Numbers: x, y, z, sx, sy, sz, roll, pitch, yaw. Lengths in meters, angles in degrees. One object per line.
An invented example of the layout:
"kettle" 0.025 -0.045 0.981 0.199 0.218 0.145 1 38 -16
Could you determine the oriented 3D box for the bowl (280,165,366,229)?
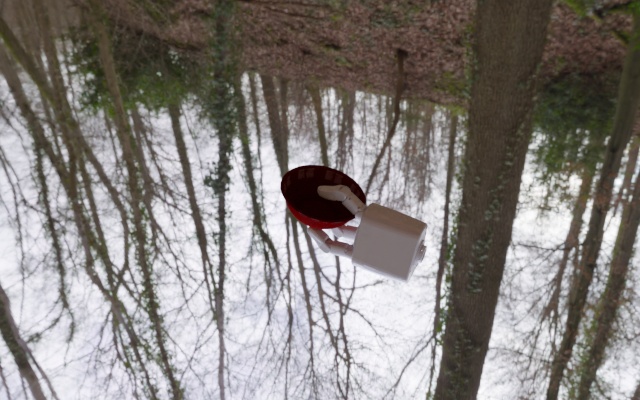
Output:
"bowl" -0.001 0.002 0.889 0.162 0.055 0.162 10 40 -9
